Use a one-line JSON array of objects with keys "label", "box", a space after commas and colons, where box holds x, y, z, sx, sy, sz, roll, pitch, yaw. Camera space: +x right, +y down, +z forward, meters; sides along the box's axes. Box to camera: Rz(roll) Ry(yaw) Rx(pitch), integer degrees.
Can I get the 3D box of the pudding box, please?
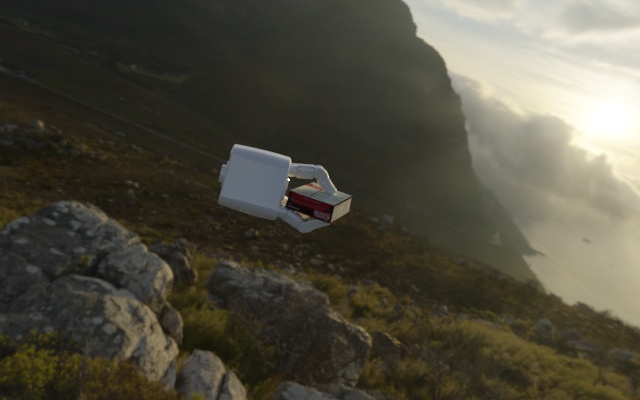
[{"label": "pudding box", "box": [0.000, 0.003, 0.881, 0.090, 0.039, 0.113, 21, 18, 18]}]
